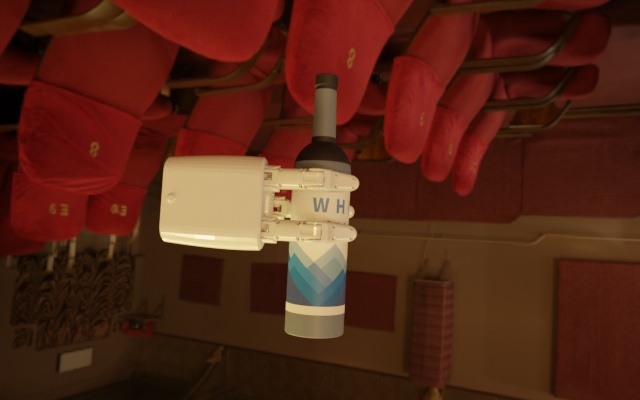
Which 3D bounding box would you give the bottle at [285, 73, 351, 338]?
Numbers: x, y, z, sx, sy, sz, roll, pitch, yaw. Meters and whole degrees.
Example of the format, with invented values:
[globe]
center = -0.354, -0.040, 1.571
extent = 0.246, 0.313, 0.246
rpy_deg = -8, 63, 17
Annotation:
[bottle]
center = 0.000, 0.002, 0.548
extent = 0.069, 0.295, 0.069
rpy_deg = 3, -4, 0
